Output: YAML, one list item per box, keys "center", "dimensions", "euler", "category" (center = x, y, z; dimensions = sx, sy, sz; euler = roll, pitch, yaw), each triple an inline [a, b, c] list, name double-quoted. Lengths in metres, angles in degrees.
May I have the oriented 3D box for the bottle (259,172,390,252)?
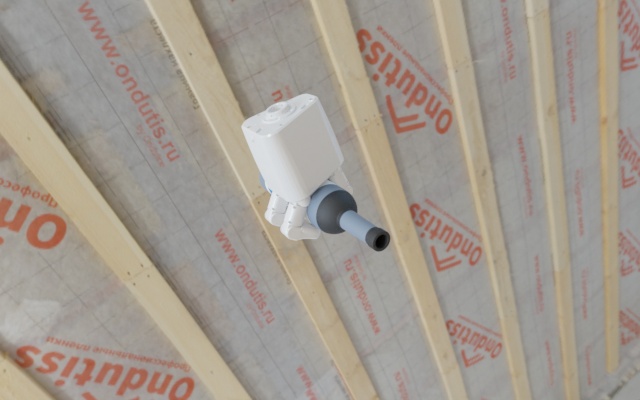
- center: [0.000, 0.002, 0.696]
  dimensions: [0.069, 0.069, 0.295]
  euler: [0, 19, -32]
  category: "bottle"
